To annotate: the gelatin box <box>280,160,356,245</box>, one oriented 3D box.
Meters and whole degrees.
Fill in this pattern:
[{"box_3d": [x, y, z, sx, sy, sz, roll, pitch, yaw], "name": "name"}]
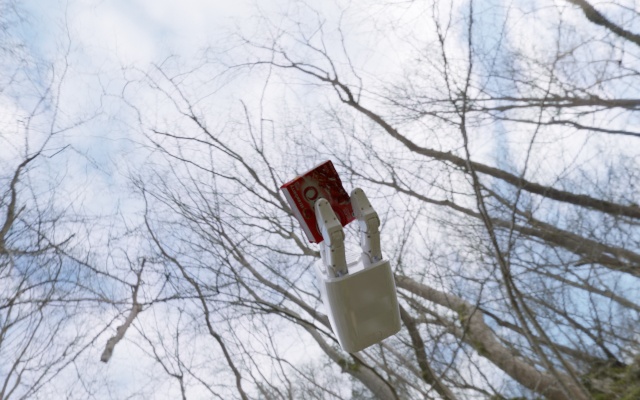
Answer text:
[{"box_3d": [0.000, 0.002, 0.628, 0.073, 0.089, 0.030, -32, 11, -21], "name": "gelatin box"}]
